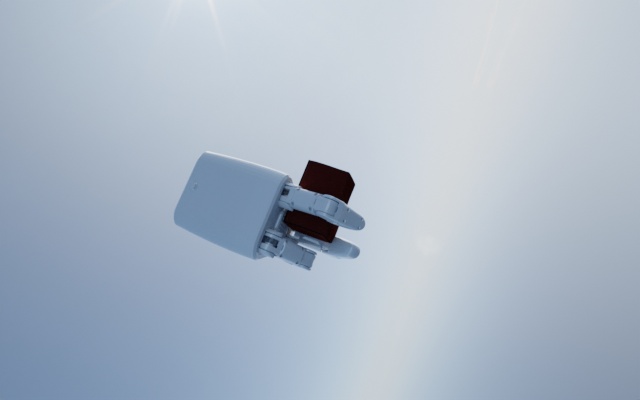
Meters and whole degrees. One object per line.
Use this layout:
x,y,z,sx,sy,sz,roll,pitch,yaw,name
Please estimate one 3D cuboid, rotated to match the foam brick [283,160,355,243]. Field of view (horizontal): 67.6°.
0.000,0.002,0.542,0.051,0.078,0.053,19,-11,15,foam brick
